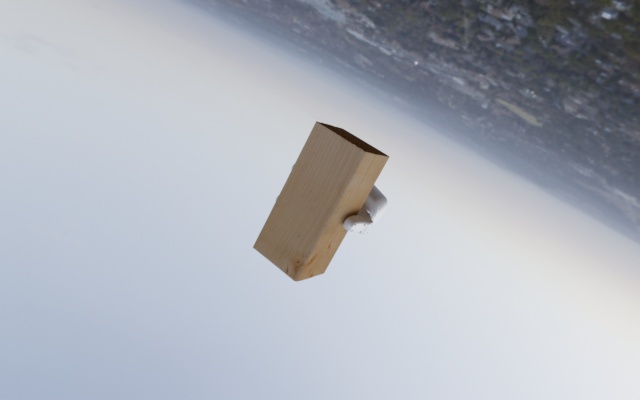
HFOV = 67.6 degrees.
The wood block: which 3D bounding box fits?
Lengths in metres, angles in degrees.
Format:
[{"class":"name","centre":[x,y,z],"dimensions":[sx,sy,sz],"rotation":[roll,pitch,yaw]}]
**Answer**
[{"class":"wood block","centre":[0.000,0.003,0.690],"dimensions":[0.091,0.206,0.090],"rotation":[34,16,24]}]
